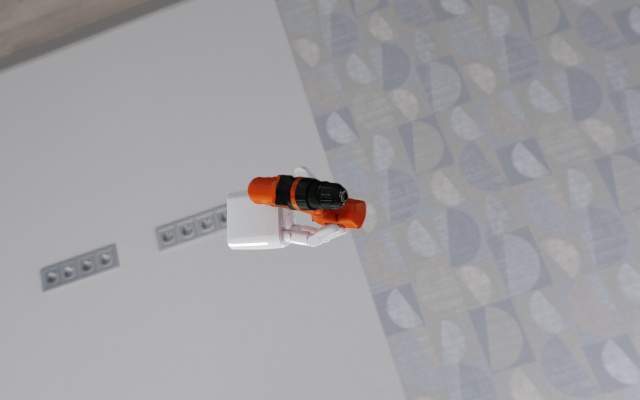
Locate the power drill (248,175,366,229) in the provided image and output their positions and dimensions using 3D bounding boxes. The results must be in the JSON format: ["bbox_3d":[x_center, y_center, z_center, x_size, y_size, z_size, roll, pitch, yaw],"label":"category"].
[{"bbox_3d":[0.000,0.003,0.795,0.184,0.057,0.188,7,-10,36],"label":"power drill"}]
